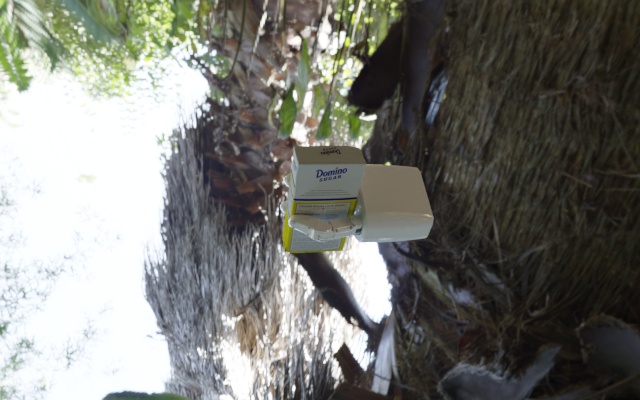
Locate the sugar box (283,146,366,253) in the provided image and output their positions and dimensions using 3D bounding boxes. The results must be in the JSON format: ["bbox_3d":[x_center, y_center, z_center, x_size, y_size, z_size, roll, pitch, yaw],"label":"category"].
[{"bbox_3d":[0.000,0.002,0.682,0.093,0.176,0.048,-1,42,-14],"label":"sugar box"}]
